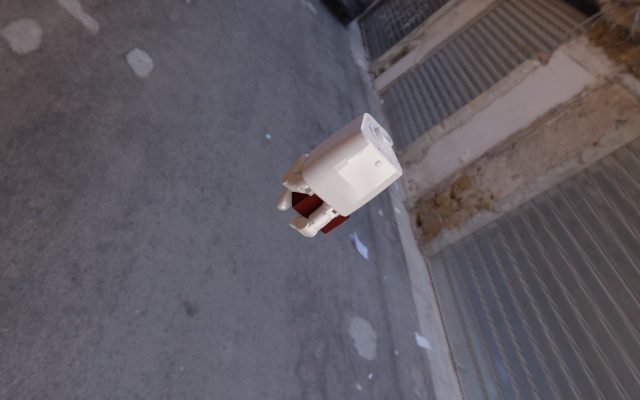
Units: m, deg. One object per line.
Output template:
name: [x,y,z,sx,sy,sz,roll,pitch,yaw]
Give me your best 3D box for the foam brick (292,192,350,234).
foam brick: [0.000,0.003,0.727,0.051,0.053,0.078,-36,-57,23]
